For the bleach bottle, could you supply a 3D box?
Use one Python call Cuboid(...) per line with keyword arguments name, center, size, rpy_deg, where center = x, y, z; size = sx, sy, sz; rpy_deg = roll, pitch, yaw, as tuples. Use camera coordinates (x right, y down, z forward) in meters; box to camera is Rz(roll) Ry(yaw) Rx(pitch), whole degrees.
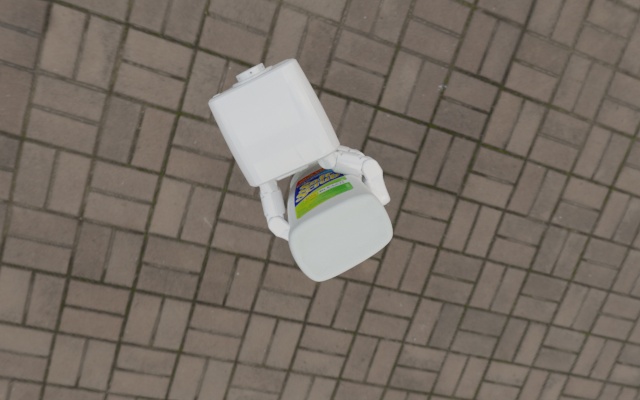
Cuboid(name="bleach bottle", center=(0.000, 0.002, 0.567), size=(0.102, 0.068, 0.250), rpy_deg=(-28, 19, -2))
